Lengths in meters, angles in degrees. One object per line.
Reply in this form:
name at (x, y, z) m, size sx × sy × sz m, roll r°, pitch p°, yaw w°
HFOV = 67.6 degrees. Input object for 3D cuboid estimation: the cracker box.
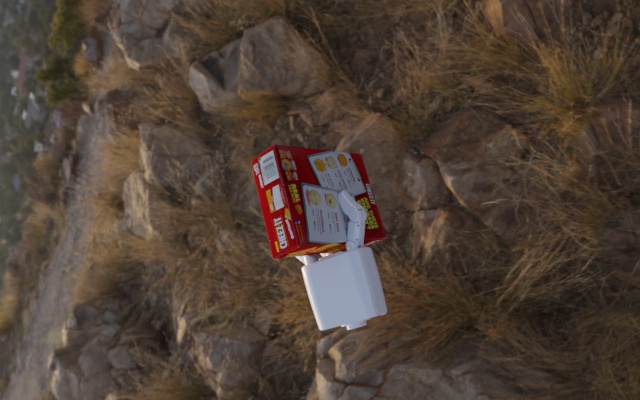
cracker box at (0.000, 0.003, 0.790) m, size 0.072 × 0.164 × 0.214 m, roll -27°, pitch -18°, yaw 40°
